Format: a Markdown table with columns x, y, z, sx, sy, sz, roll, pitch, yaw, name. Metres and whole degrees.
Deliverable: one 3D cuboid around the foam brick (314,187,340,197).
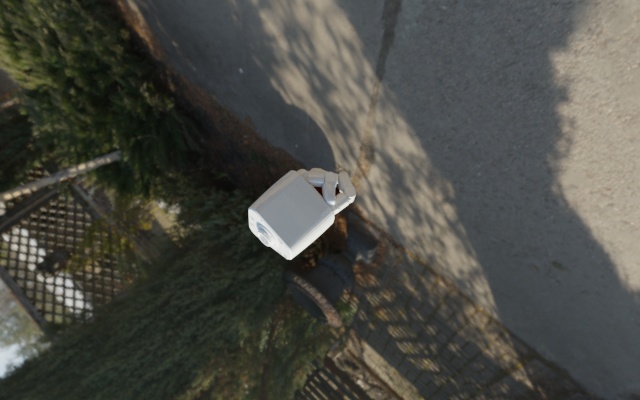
| x | y | z | sx | sy | sz | roll | pitch | yaw | name |
| --- | --- | --- | --- | --- | --- | --- | --- | --- | --- |
| 0.000 | 0.003 | 0.894 | 0.051 | 0.053 | 0.078 | -42 | -17 | -25 | foam brick |
